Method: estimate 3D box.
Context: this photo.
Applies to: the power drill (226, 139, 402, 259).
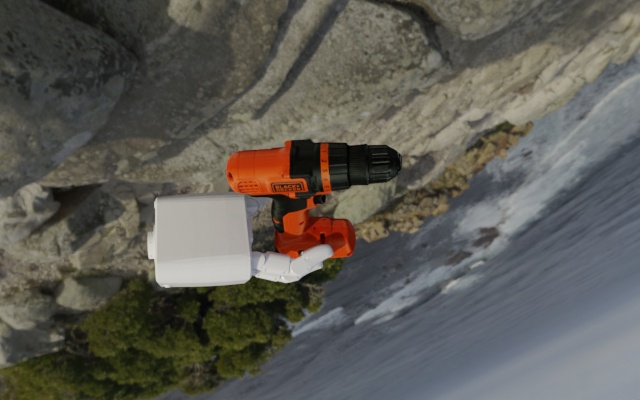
[{"bbox_3d":[0.000,0.002,0.560,0.184,0.057,0.188,-1,-35,7],"label":"power drill"}]
